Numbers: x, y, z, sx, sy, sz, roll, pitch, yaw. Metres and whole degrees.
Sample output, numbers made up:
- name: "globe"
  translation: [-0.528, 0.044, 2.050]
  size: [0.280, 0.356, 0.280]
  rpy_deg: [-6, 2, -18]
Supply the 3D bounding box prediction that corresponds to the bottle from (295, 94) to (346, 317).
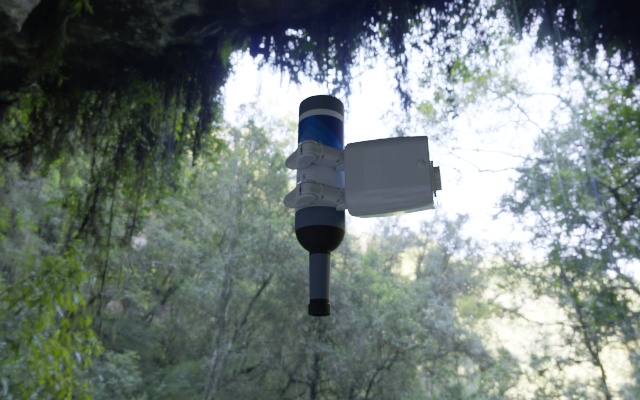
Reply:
- name: "bottle"
  translation: [0.000, 0.002, 0.631]
  size: [0.069, 0.295, 0.069]
  rpy_deg: [1, -22, 0]
